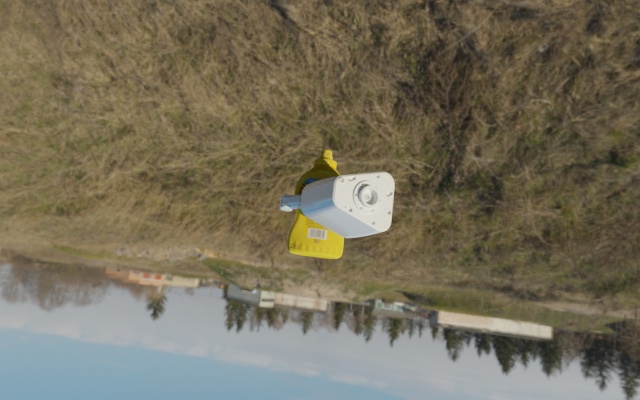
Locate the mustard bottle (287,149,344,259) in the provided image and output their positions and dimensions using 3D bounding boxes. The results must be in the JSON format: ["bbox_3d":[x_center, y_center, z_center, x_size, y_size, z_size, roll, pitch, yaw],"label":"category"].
[{"bbox_3d":[0.000,0.003,0.844,0.096,0.191,0.058,7,-11,-2],"label":"mustard bottle"}]
